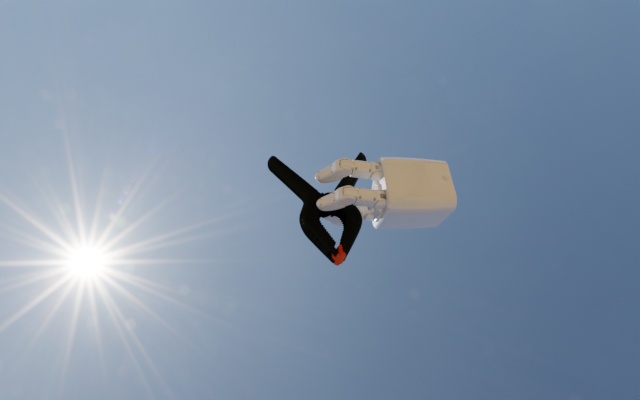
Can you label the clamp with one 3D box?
[{"bbox_3d":[0.000,0.003,0.735,0.164,0.209,0.036,1,-38,-7],"label":"clamp"}]
